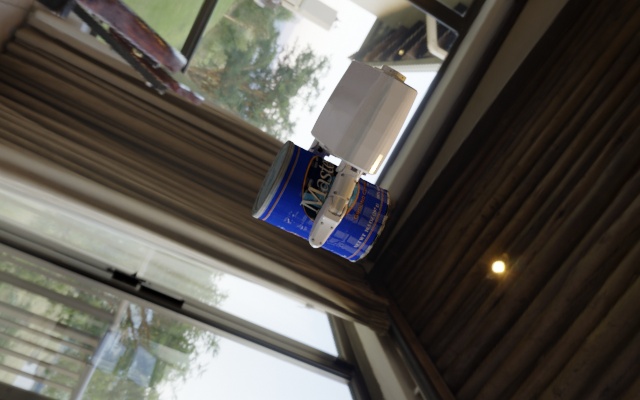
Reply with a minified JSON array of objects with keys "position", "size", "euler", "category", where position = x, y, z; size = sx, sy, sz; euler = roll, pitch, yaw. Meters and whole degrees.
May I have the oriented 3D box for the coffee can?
[{"position":[0.000,0.002,0.593],"size":[0.140,0.103,0.103],"euler":[26,-7,-14],"category":"coffee can"}]
